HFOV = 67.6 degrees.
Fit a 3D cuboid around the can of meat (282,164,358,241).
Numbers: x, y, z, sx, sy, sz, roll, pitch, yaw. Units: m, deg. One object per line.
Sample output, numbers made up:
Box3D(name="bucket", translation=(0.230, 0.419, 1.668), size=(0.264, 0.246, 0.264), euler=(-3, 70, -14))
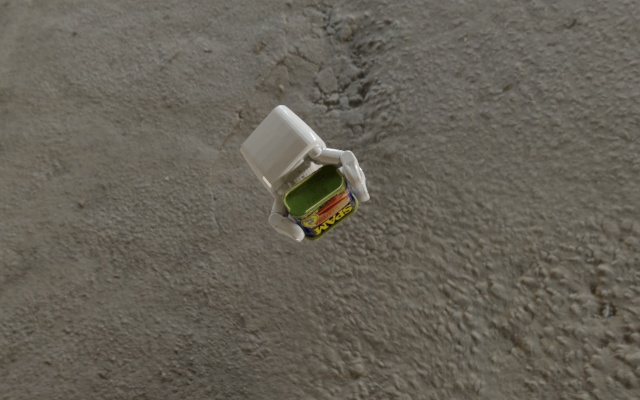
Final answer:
Box3D(name="can of meat", translation=(0.000, 0.002, 0.720), size=(0.102, 0.057, 0.084), euler=(-36, -30, -4))
